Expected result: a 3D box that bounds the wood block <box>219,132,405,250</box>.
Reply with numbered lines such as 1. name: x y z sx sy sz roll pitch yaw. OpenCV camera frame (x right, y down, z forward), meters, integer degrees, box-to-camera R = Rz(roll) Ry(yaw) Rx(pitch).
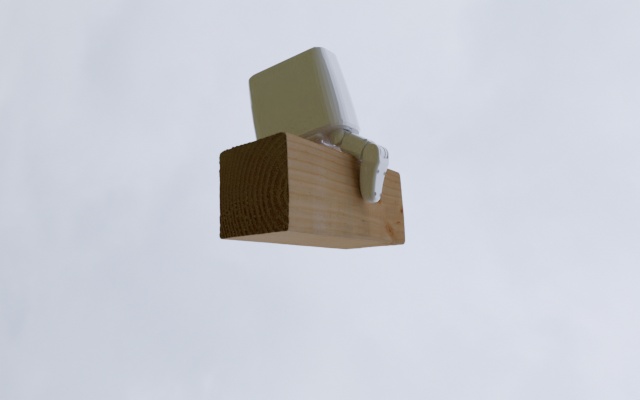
1. wood block: 0.000 0.001 0.513 0.091 0.090 0.206 -11 -14 37
